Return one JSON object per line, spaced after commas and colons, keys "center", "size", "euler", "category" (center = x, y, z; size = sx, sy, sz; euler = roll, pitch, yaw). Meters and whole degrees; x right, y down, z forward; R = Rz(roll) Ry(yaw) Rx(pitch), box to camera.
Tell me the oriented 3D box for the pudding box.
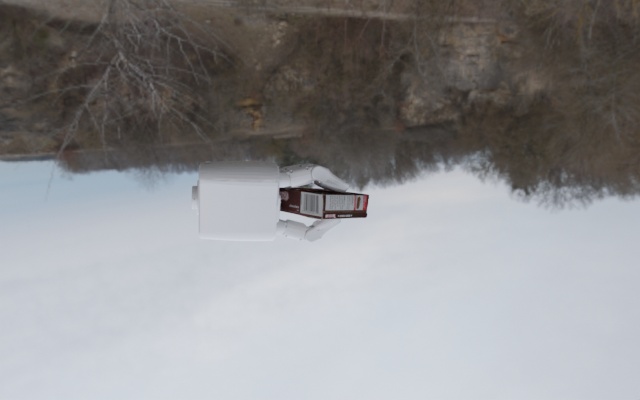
{"center": [0.000, 0.002, 0.699], "size": [0.090, 0.039, 0.113], "euler": [-1, 9, -41], "category": "pudding box"}
